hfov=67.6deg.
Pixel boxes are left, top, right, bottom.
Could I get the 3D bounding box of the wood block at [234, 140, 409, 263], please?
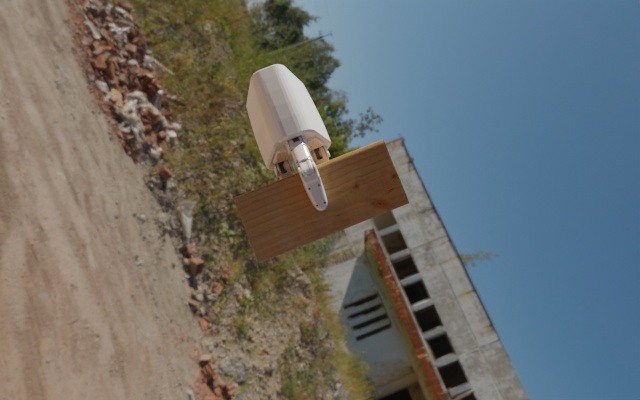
[{"bbox_3d":[0.000,0.002,0.645,0.206,0.090,0.091,-22,-1,-2],"label":"wood block"}]
